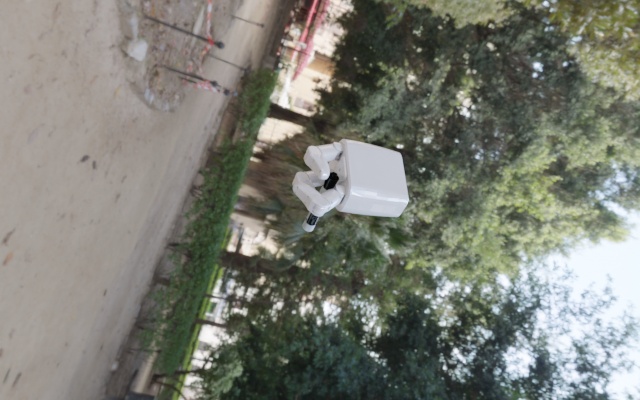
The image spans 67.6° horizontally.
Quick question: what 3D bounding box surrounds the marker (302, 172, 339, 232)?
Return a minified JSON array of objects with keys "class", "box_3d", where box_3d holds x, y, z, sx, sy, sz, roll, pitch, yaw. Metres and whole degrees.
[{"class":"marker","box_3d":[0.000,0.002,0.737,0.020,0.020,0.121,0,-44,-28]}]
